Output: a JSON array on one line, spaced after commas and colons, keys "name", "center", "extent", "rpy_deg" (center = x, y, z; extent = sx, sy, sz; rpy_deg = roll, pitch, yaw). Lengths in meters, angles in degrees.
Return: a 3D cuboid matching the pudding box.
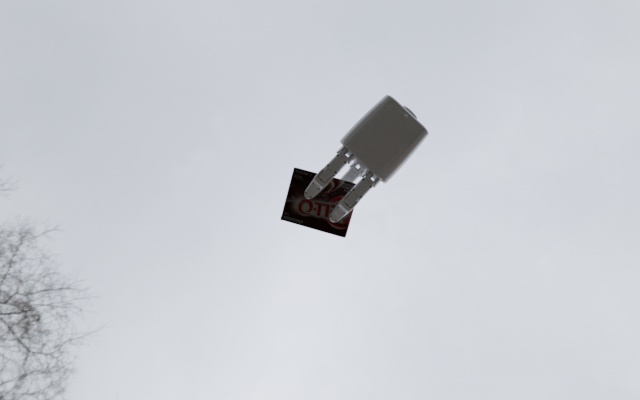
[{"name": "pudding box", "center": [0.000, 0.003, 0.786], "extent": [0.113, 0.090, 0.039], "rpy_deg": [15, 4, 5]}]
